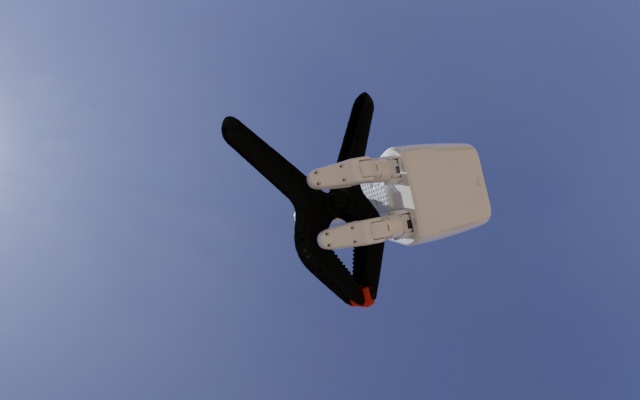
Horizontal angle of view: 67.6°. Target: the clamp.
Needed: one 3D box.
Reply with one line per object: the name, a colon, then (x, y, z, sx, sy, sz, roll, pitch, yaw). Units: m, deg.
clamp: (0.000, 0.002, 0.452, 0.164, 0.210, 0.036, -9, -5, -28)
